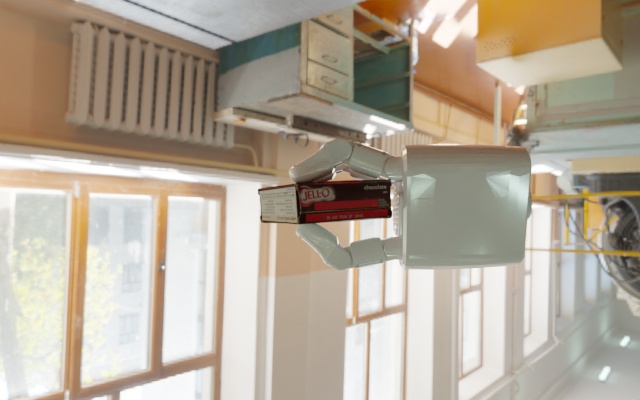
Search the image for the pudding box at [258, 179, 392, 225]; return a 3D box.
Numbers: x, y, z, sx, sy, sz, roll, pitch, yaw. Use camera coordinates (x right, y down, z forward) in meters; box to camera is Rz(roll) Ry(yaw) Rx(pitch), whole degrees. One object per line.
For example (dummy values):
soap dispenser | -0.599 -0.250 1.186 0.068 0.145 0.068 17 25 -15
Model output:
pudding box | 0.000 0.002 0.444 0.090 0.039 0.113 -2 -2 -24
